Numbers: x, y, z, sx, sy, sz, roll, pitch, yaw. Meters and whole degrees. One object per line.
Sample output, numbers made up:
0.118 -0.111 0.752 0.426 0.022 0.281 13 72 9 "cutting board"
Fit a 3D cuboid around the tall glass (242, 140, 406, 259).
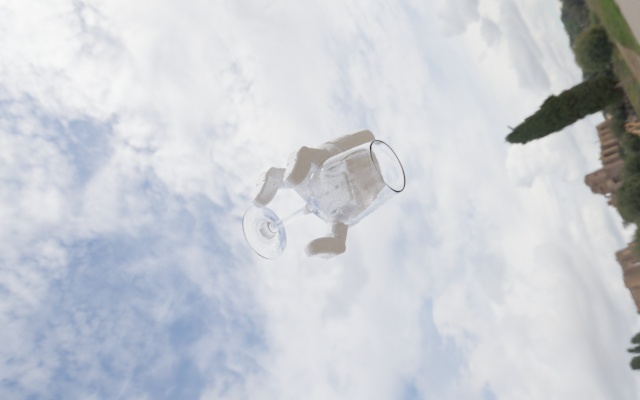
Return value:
0.000 0.002 0.559 0.201 0.079 0.079 -28 -17 35 "tall glass"
